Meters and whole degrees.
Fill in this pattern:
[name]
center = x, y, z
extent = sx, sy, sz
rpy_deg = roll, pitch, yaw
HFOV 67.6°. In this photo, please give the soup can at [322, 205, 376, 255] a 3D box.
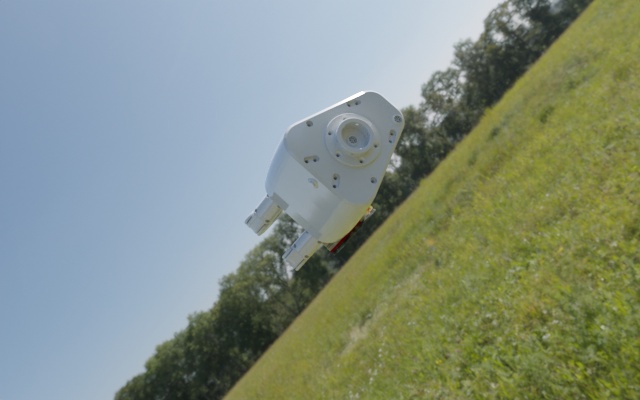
[soup can]
center = 0.000, 0.002, 0.526
extent = 0.102, 0.068, 0.068
rpy_deg = 42, 3, 3
